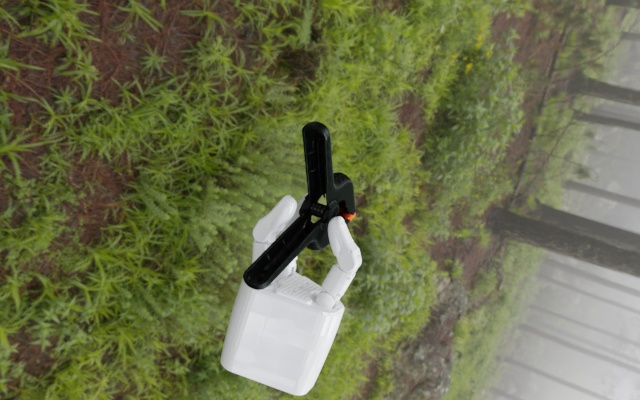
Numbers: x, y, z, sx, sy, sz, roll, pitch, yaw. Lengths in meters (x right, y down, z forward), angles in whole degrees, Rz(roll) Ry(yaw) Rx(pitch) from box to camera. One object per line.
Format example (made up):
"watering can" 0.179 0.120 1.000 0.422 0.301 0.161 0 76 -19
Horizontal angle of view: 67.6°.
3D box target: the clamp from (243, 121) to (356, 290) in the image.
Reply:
"clamp" 0.001 0.002 0.517 0.036 0.164 0.210 25 12 19
